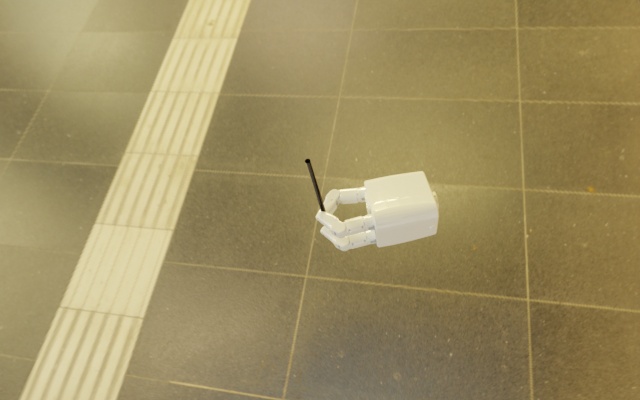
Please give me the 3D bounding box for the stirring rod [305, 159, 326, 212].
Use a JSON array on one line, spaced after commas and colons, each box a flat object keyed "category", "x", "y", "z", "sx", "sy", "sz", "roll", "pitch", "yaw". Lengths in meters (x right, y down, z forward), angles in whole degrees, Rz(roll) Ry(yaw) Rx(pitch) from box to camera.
[{"category": "stirring rod", "x": 0.000, "y": 0.003, "z": 0.779, "sx": 0.011, "sy": 0.011, "sz": 0.240, "roll": 0, "pitch": -29, "yaw": 10}]
